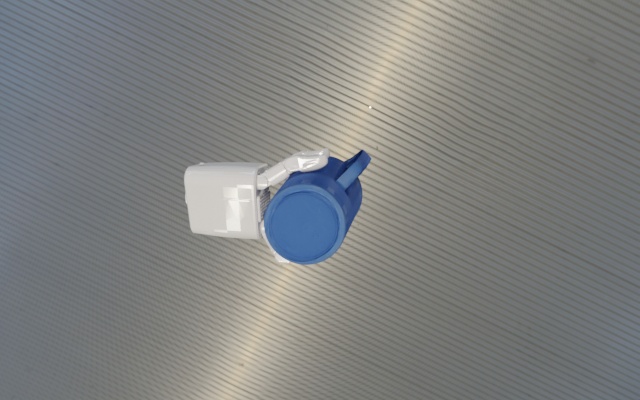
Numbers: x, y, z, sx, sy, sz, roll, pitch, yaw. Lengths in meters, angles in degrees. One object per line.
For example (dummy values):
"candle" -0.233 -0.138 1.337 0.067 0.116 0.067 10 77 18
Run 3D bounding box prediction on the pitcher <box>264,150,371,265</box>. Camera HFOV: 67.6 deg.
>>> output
"pitcher" 0.000 0.002 0.717 0.145 0.149 0.242 3 11 6
